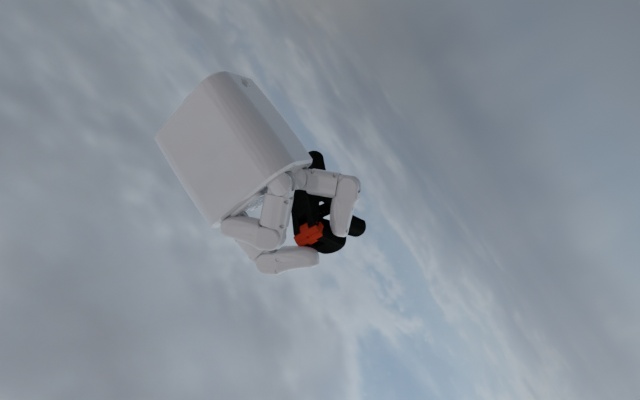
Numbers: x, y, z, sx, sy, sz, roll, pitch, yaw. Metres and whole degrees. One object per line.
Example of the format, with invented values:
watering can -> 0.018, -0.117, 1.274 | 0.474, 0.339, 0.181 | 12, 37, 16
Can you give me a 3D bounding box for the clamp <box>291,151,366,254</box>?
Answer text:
clamp -> 0.000, 0.002, 0.527 | 0.039, 0.120, 0.171 | -37, -3, 16
